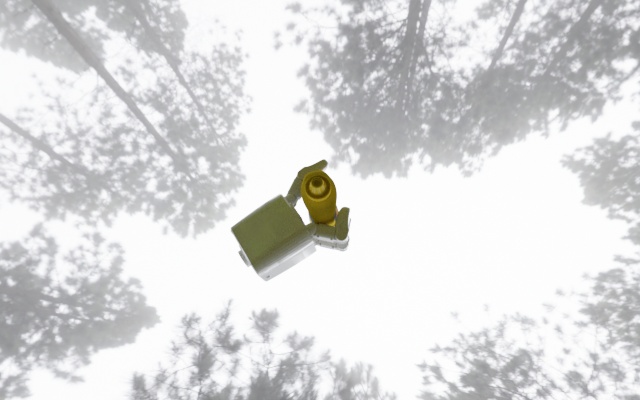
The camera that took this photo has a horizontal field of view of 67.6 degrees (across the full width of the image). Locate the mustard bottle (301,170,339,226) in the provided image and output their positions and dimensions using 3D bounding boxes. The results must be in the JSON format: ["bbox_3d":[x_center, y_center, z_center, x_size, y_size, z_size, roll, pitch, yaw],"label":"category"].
[{"bbox_3d":[0.000,0.003,0.808,0.058,0.096,0.192,-10,-19,1],"label":"mustard bottle"}]
